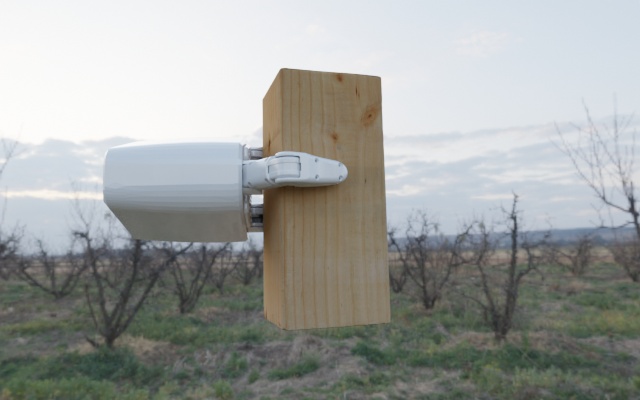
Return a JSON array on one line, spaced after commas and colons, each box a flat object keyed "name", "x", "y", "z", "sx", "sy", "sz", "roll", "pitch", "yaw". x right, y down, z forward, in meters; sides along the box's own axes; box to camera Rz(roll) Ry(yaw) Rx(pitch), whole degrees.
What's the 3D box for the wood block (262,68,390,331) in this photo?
[{"name": "wood block", "x": 0.000, "y": 0.001, "z": 0.421, "sx": 0.090, "sy": 0.206, "sz": 0.091, "roll": 0, "pitch": -6, "yaw": -17}]
